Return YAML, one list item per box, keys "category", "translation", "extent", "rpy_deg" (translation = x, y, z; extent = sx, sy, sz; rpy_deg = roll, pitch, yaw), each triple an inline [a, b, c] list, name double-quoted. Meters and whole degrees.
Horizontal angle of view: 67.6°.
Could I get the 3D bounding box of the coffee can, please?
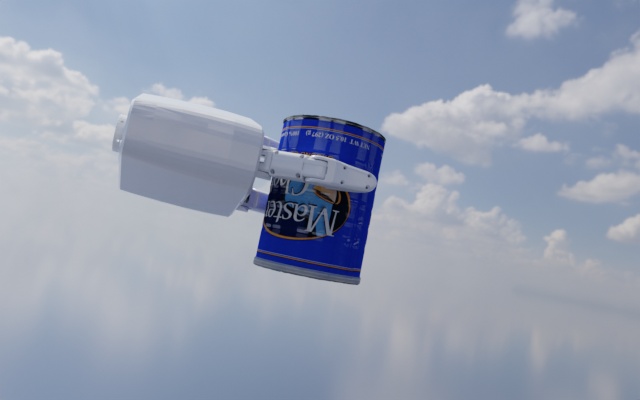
- category: "coffee can"
  translation: [0.000, 0.002, 0.458]
  extent: [0.103, 0.140, 0.103]
  rpy_deg: [11, -6, 1]
